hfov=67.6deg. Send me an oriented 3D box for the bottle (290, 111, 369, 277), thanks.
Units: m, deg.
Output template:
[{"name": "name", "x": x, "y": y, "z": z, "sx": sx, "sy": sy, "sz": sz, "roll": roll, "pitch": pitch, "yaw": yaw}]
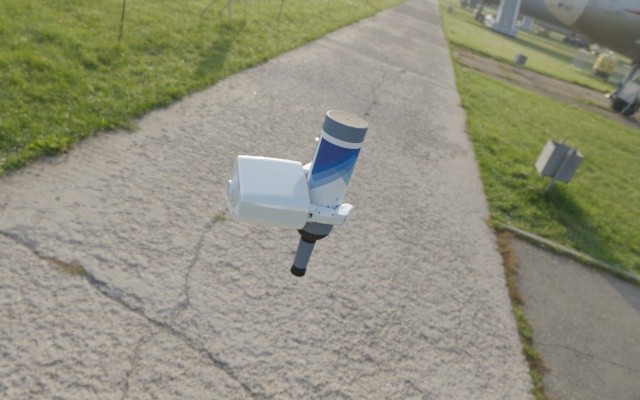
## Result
[{"name": "bottle", "x": 0.000, "y": 0.002, "z": 0.785, "sx": 0.069, "sy": 0.296, "sz": 0.069, "roll": 14, "pitch": 27, "yaw": -7}]
